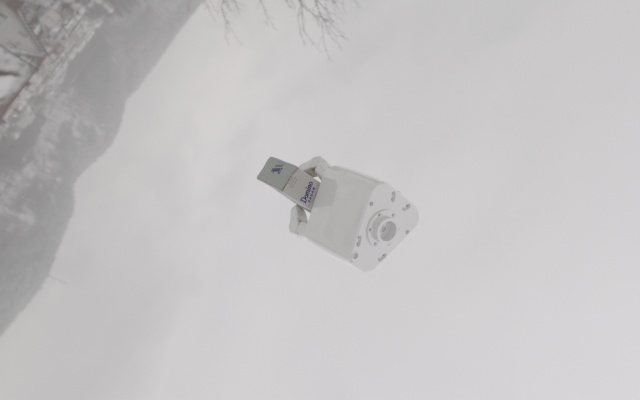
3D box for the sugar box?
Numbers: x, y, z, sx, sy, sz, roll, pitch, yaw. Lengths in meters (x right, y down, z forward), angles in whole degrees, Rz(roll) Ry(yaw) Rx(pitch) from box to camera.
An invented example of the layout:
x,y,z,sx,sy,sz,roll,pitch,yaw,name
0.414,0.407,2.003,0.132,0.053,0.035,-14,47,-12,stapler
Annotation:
x,y,z,sx,sy,sz,roll,pitch,yaw,name
0.001,0.002,0.698,0.176,0.048,0.093,36,-6,-32,sugar box
